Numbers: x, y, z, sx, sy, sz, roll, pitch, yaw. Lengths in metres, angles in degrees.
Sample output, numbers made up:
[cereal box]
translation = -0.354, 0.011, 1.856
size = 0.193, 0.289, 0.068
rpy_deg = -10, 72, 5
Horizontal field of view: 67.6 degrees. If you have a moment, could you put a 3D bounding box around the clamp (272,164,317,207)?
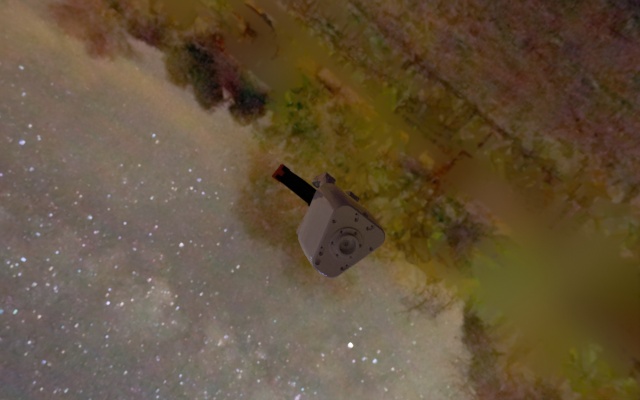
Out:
[clamp]
translation = -0.001, 0.003, 0.859
size = 0.210, 0.036, 0.164
rpy_deg = 37, 3, -19
